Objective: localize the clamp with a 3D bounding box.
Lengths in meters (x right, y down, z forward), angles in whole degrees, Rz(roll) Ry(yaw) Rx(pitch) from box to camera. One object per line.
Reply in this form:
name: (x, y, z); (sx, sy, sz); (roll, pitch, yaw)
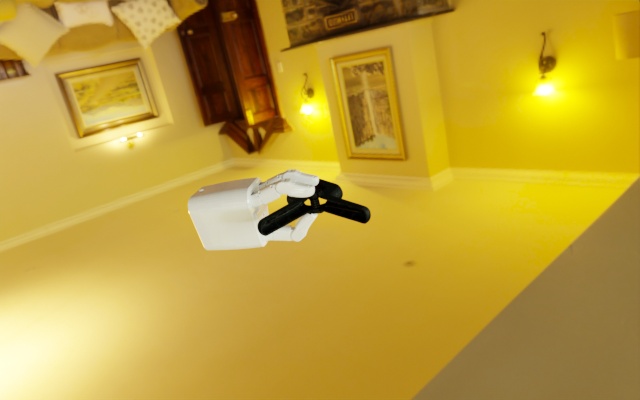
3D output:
clamp: (0.000, 0.003, 0.770); (0.164, 0.036, 0.210); (-4, 18, 8)
